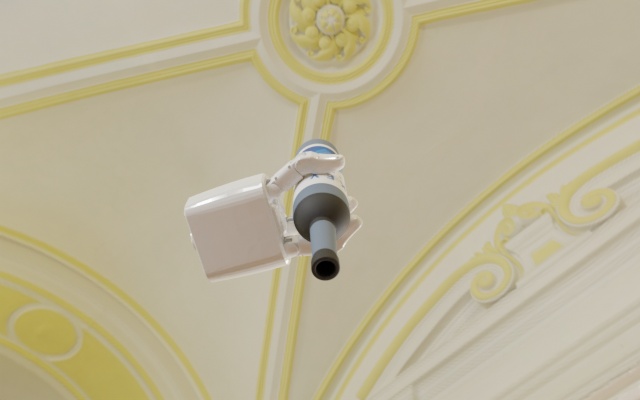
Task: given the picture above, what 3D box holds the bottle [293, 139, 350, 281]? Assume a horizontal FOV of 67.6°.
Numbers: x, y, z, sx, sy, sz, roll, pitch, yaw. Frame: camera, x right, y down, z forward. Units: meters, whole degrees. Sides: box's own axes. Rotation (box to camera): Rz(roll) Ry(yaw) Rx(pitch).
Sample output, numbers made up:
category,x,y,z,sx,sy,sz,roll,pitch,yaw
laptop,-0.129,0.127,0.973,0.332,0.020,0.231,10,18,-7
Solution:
category,x,y,z,sx,sy,sz,roll,pitch,yaw
bottle,0.000,0.002,0.581,0.069,0.069,0.295,0,25,-2
